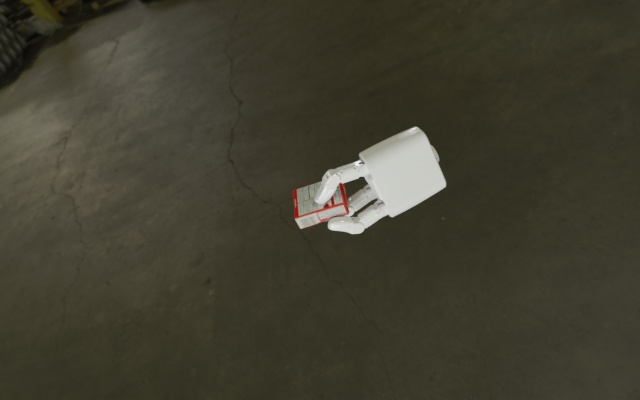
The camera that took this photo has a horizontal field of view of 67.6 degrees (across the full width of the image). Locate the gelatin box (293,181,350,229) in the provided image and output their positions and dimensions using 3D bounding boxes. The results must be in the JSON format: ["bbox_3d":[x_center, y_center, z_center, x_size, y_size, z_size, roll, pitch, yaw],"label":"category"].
[{"bbox_3d":[0.000,0.002,0.803,0.089,0.030,0.073,-17,41,8],"label":"gelatin box"}]
